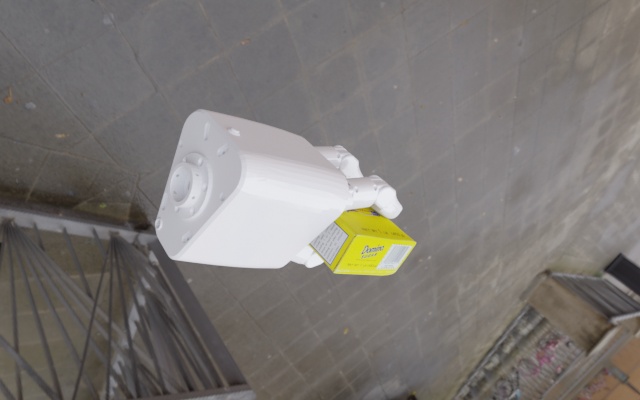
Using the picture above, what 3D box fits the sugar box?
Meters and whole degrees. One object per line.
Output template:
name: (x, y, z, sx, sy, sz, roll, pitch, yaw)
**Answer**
sugar box: (0.000, 0.001, 0.464, 0.093, 0.048, 0.176, 12, 26, -48)
